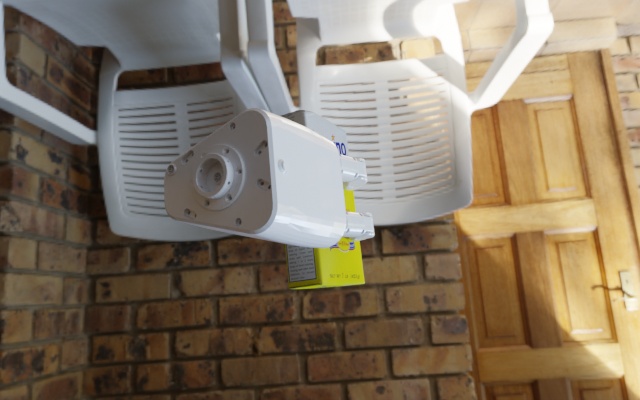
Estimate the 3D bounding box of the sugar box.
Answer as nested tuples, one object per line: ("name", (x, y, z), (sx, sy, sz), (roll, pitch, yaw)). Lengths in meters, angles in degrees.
("sugar box", (0.000, 0.002, 0.500), (0.048, 0.176, 0.093), (-10, -12, 29))
